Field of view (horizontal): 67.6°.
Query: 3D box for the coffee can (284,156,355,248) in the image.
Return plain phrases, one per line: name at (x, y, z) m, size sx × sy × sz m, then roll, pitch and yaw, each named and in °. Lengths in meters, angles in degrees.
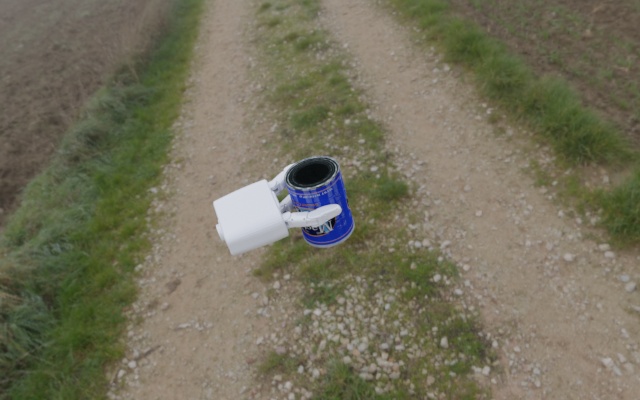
coffee can at (0.000, 0.003, 0.889) m, size 0.103 × 0.140 × 0.102 m, roll -11°, pitch 37°, yaw 8°
